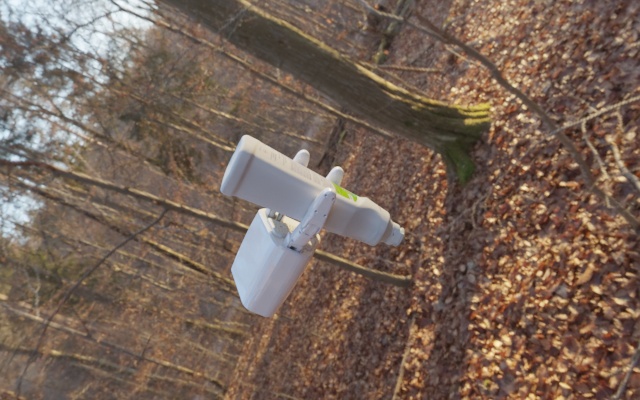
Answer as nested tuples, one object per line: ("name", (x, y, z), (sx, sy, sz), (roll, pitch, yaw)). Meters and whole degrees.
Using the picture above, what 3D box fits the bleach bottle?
("bleach bottle", (0.000, 0.002, 0.624), (0.251, 0.068, 0.102), (25, 17, -14))
